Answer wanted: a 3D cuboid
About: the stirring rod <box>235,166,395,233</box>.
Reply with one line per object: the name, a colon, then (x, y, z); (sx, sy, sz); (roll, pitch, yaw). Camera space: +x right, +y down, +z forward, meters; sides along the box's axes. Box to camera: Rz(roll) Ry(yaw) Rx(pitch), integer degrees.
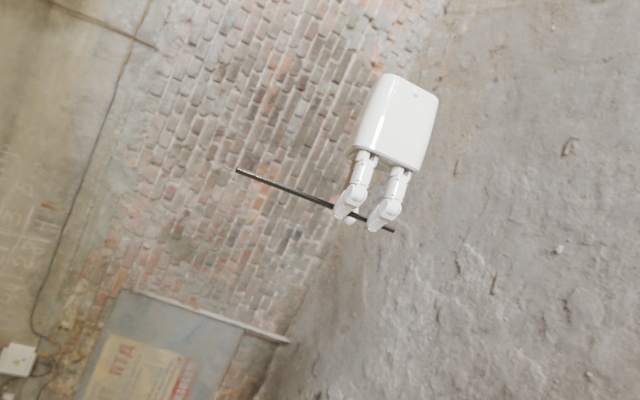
stirring rod: (0.000, 0.002, 0.635); (0.239, 0.011, 0.011); (21, -8, -22)
